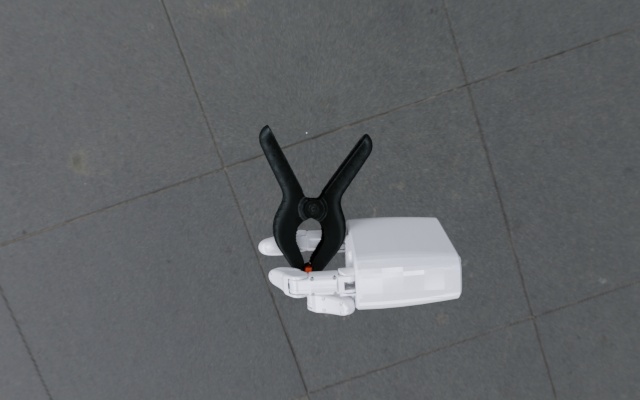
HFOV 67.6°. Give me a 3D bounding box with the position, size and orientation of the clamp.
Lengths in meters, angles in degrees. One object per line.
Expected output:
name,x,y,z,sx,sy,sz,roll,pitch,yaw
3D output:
clamp,0.000,0.002,0.513,0.120,0.171,0.039,-4,8,-1
